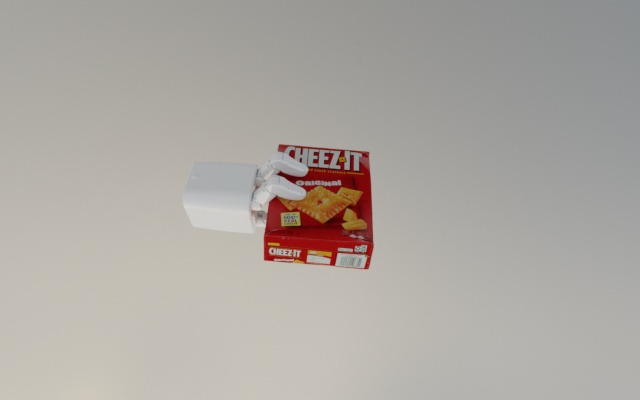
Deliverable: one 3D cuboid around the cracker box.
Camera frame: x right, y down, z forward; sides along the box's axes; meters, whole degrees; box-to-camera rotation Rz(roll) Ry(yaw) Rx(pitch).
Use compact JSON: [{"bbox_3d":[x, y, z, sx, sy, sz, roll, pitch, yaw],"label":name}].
[{"bbox_3d":[0.000,0.003,0.778,0.164,0.213,0.072,5,-44,-2],"label":"cracker box"}]
